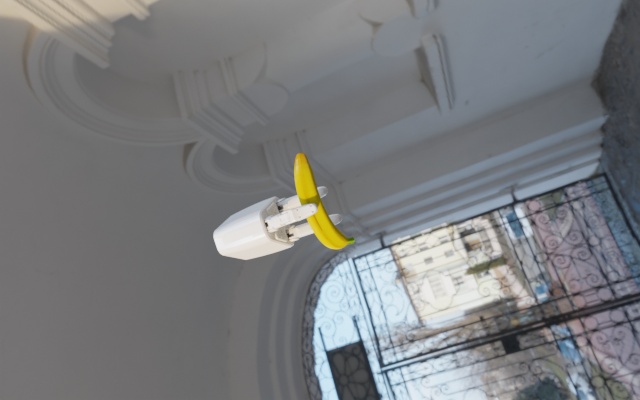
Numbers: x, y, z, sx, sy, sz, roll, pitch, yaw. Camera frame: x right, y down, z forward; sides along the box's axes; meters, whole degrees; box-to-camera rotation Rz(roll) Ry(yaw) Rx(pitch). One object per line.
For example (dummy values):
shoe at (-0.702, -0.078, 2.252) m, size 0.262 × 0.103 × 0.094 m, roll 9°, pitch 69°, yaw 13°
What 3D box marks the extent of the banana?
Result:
banana at (-0.003, 0.015, 0.829) m, size 0.037 × 0.198 × 0.069 m, roll -19°, pitch 22°, yaw 26°
